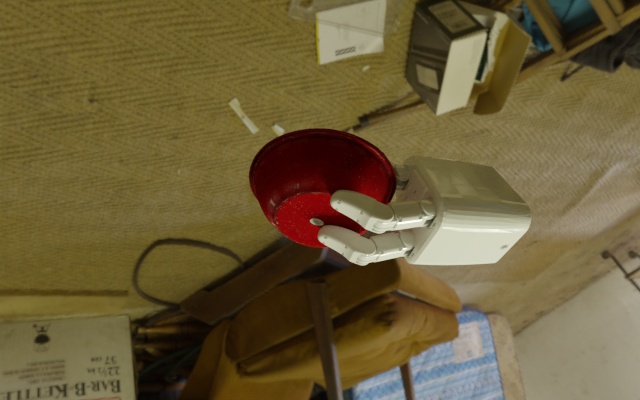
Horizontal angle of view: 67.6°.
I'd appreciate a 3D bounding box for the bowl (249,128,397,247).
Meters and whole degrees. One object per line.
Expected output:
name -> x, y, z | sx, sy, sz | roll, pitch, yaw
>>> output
bowl -> -0.001, 0.002, 0.507 | 0.162, 0.055, 0.162 | 3, -41, 3
